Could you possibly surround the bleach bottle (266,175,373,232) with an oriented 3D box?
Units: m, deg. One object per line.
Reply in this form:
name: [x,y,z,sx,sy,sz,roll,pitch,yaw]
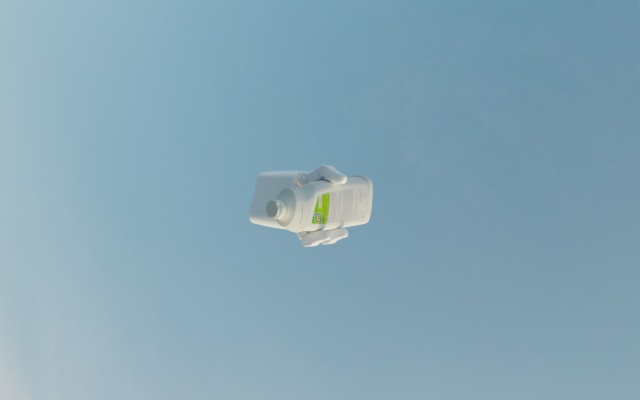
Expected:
bleach bottle: [0.000,0.003,0.870,0.068,0.102,0.251,5,4,39]
